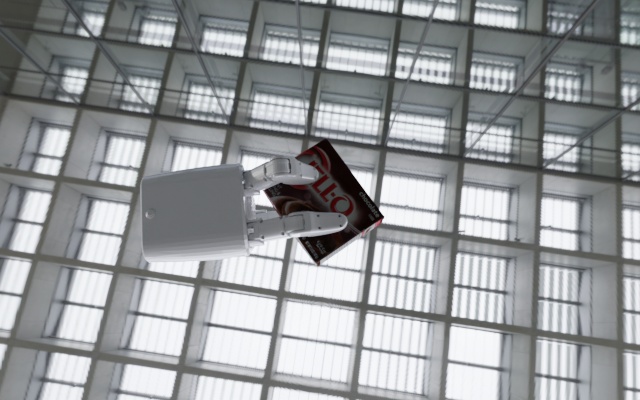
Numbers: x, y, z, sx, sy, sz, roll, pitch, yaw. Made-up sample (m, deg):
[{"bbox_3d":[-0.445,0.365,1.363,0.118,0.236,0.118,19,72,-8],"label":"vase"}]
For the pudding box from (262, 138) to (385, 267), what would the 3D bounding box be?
[{"bbox_3d":[0.000,0.002,0.521,0.090,0.113,0.039,-33,-11,-10],"label":"pudding box"}]
